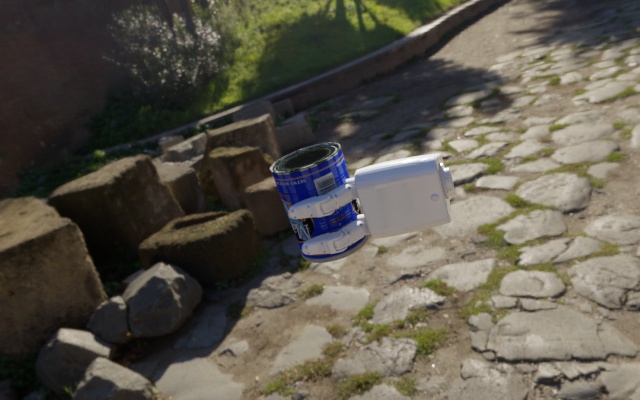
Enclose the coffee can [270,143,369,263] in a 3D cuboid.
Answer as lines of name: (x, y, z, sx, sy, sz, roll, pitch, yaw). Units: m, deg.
coffee can: (0.000, 0.002, 0.677, 0.103, 0.140, 0.102, -17, 20, 6)
